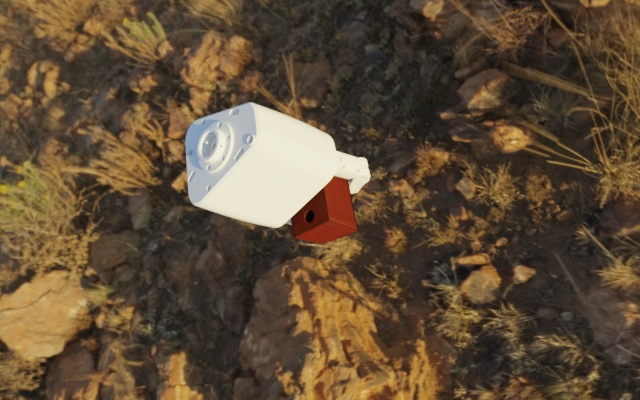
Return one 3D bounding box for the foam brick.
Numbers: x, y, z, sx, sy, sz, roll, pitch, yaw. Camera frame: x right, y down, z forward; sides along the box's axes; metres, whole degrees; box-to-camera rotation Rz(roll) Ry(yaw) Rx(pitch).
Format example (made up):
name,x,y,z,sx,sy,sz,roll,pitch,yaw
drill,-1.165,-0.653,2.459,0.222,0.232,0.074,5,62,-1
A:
name,x,y,z,sx,sy,sz,roll,pitch,yaw
foam brick,0.000,0.002,0.520,0.053,0.078,0.051,-26,-27,33
